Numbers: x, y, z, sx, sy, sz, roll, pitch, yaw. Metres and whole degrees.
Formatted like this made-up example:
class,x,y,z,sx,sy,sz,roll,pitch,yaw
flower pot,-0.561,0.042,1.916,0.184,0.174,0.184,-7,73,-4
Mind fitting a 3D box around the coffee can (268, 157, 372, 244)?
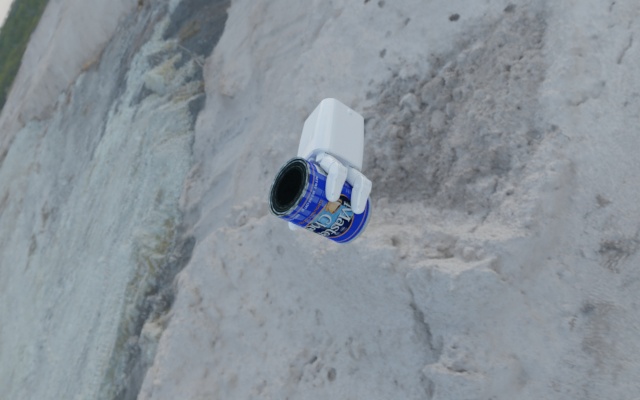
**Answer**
class,x,y,z,sx,sy,sz,roll,pitch,yaw
coffee can,0.000,0.003,0.786,0.140,0.102,0.103,26,-15,-35
